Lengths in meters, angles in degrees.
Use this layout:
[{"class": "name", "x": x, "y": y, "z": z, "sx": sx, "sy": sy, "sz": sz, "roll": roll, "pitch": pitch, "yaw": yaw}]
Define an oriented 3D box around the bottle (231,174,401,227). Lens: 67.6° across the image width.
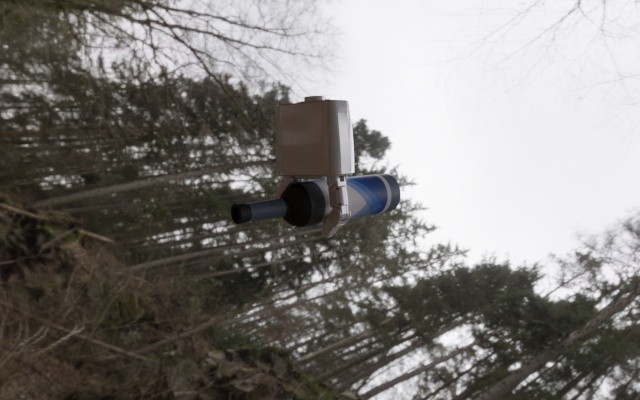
[{"class": "bottle", "x": 0.000, "y": 0.002, "z": 0.725, "sx": 0.295, "sy": 0.069, "sz": 0.069, "roll": -8, "pitch": 5, "yaw": -39}]
